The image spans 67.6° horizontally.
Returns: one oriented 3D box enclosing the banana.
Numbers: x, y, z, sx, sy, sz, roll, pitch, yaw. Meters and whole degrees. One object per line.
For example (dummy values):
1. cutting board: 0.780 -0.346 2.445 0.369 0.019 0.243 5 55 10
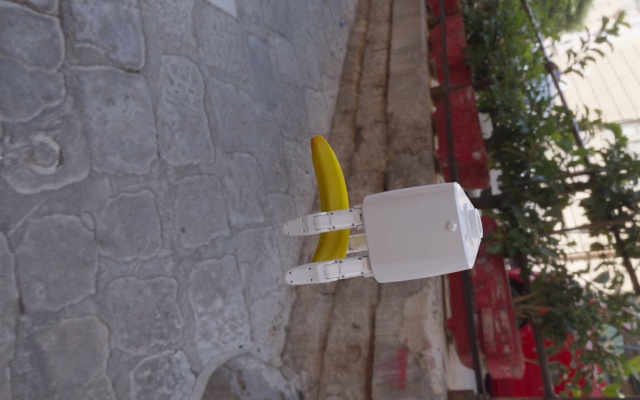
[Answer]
1. banana: 0.010 0.012 0.608 0.037 0.197 0.070 -13 -29 31
